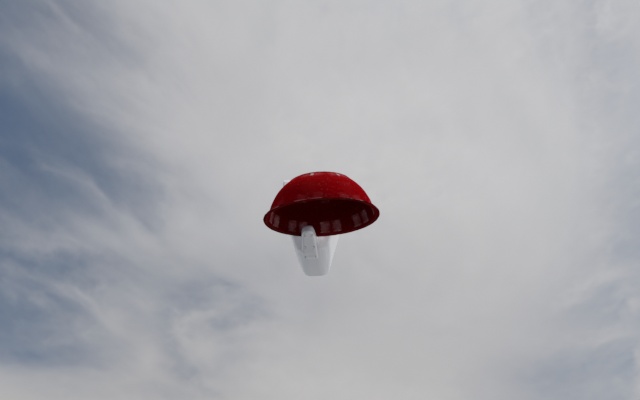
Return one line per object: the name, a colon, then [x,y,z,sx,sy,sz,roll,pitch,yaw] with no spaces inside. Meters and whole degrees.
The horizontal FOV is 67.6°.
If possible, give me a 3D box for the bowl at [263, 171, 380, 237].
bowl: [0.000,0.001,0.670,0.162,0.055,0.162,-3,-21,-1]
